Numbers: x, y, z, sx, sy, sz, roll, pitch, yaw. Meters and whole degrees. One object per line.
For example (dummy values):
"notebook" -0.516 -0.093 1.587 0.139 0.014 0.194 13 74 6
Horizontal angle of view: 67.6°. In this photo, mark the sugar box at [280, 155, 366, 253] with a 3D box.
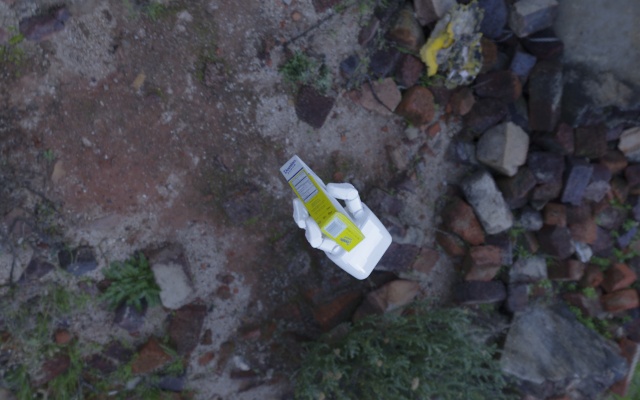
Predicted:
"sugar box" 0.000 0.003 0.815 0.093 0.048 0.176 43 5 -44
